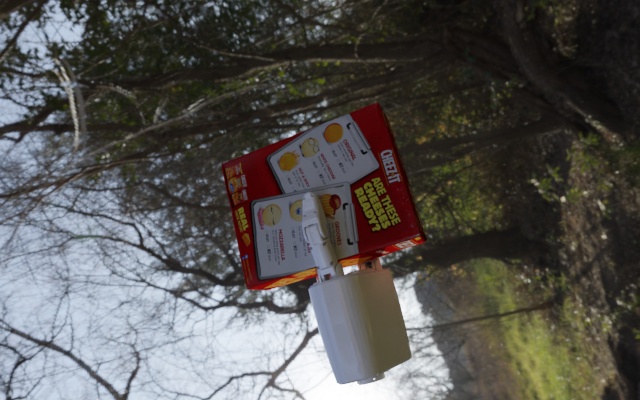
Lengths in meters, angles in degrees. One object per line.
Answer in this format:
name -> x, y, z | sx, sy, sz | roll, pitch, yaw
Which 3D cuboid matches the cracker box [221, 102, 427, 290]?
cracker box -> 0.000, 0.002, 0.578 | 0.214, 0.164, 0.072 | -19, -16, 16
